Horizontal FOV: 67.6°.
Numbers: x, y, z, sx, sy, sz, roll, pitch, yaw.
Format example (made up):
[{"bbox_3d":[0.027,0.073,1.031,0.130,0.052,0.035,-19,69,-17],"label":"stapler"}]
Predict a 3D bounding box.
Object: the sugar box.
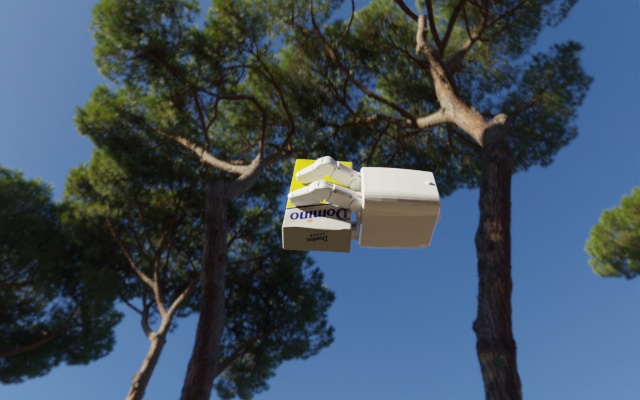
[{"bbox_3d":[0.000,0.002,0.699,0.093,0.048,0.176,2,33,2],"label":"sugar box"}]
